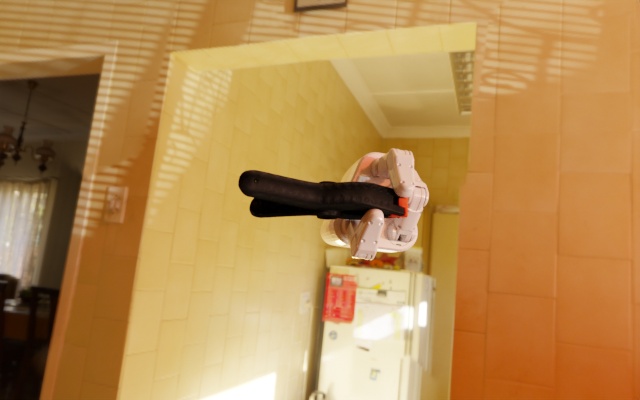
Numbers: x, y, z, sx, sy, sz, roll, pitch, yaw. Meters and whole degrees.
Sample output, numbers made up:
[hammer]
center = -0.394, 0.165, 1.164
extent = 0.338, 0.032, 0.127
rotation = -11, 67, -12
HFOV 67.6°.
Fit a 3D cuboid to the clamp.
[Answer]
[clamp]
center = 0.000, 0.001, 0.492
extent = 0.171, 0.039, 0.120
rotation = 8, -8, -10
